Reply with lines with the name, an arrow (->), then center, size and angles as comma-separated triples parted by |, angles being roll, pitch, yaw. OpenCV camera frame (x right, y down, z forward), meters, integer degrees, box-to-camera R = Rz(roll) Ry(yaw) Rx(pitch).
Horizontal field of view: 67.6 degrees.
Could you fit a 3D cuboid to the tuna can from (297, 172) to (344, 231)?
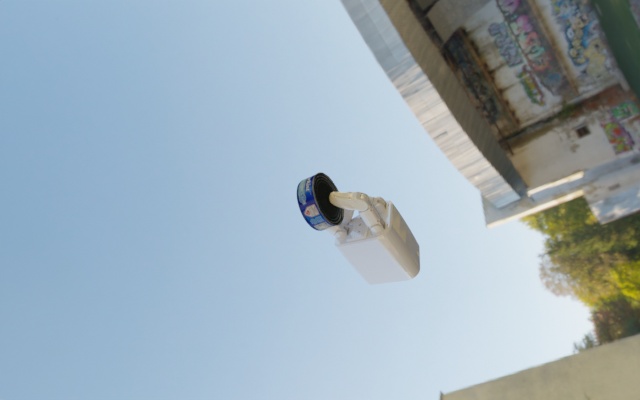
tuna can -> 0.000, 0.003, 0.733 | 0.034, 0.086, 0.086 | -21, -10, 26
